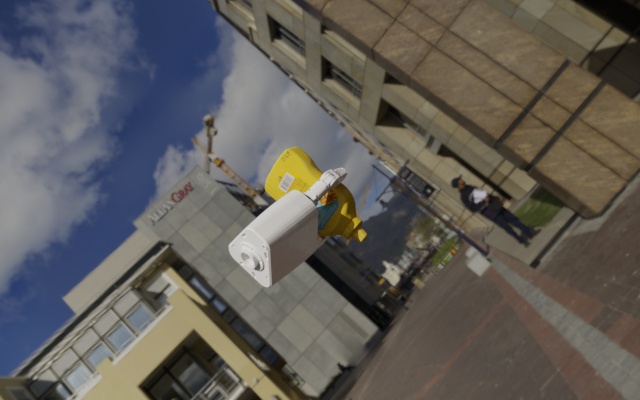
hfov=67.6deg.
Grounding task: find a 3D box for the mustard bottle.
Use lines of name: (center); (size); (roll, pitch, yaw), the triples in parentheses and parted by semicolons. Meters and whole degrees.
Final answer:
mustard bottle: (0.000, 0.002, 0.796); (0.191, 0.096, 0.058); (40, 28, 14)
